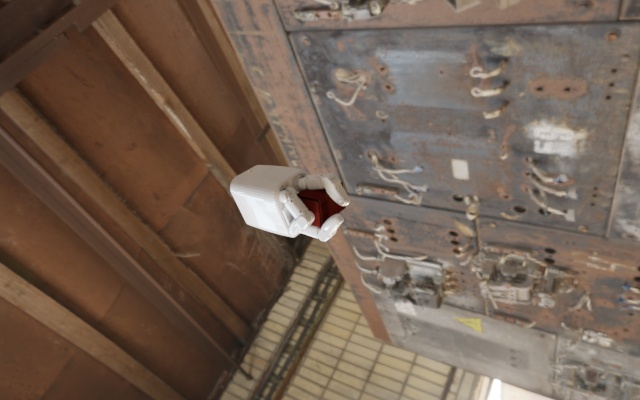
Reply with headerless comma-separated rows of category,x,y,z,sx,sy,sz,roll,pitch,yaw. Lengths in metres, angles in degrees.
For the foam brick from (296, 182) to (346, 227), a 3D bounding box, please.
foam brick,0.000,0.003,0.818,0.051,0.053,0.078,10,30,33
